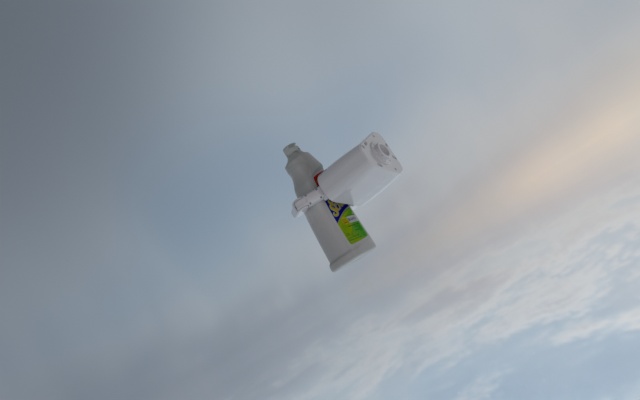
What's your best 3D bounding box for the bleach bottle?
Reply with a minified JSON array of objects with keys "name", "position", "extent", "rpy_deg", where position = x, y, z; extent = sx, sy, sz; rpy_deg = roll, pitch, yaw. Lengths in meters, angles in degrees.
[{"name":"bleach bottle","position":[0.000,0.003,0.886],"extent":[0.068,0.250,0.102],"rpy_deg":[-39,-13,34]}]
